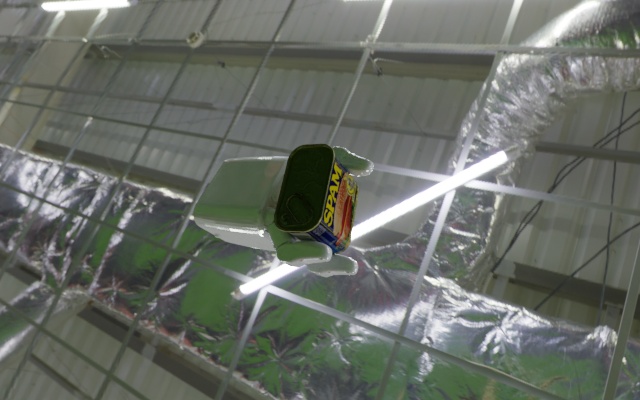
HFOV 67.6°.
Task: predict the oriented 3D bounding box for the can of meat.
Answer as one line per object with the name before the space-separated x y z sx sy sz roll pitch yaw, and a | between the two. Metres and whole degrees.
can of meat | 0.000 0.002 0.534 0.057 0.102 0.084 0 -24 28
